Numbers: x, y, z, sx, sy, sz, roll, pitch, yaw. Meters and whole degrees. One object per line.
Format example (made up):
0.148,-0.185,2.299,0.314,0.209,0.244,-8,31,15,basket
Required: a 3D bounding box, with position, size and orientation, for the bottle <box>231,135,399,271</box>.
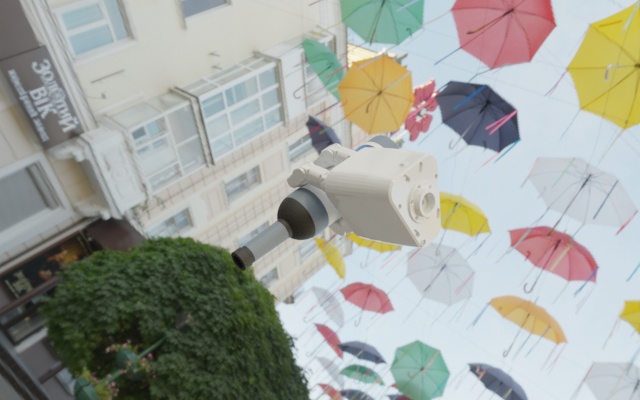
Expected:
0.000,0.002,0.664,0.295,0.069,0.069,-36,21,-31,bottle
